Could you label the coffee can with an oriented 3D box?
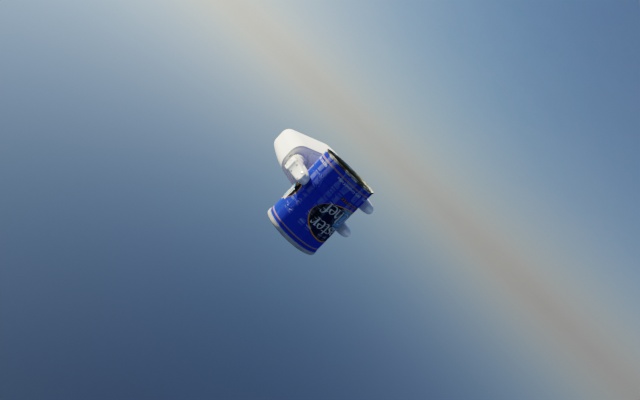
[{"bbox_3d":[0.000,0.003,0.763,0.103,0.140,0.102,43,10,-9],"label":"coffee can"}]
